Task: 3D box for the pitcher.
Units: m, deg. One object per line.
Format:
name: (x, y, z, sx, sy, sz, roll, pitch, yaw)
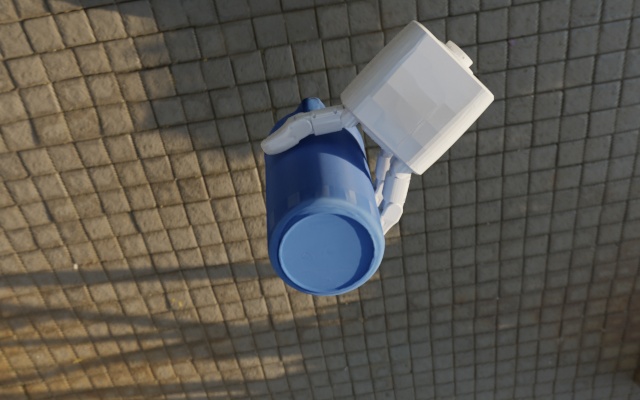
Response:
pitcher: (0.000, 0.002, 0.540, 0.149, 0.145, 0.242, 39, 19, -21)
